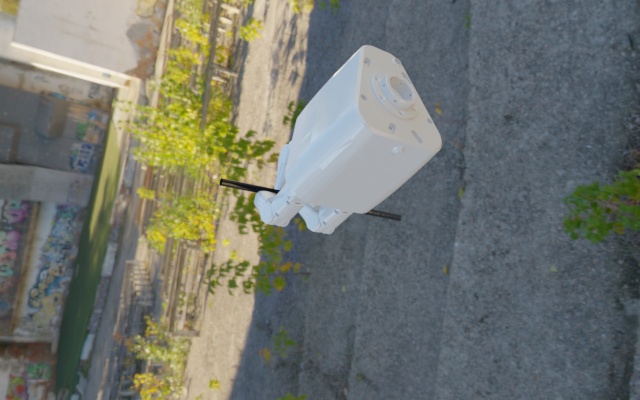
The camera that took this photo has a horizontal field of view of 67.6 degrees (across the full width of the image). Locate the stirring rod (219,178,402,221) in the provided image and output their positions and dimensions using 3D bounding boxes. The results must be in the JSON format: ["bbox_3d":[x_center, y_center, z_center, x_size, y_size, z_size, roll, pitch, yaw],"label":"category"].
[{"bbox_3d":[0.000,0.002,0.545,0.239,0.011,0.011,12,-6,-31],"label":"stirring rod"}]
